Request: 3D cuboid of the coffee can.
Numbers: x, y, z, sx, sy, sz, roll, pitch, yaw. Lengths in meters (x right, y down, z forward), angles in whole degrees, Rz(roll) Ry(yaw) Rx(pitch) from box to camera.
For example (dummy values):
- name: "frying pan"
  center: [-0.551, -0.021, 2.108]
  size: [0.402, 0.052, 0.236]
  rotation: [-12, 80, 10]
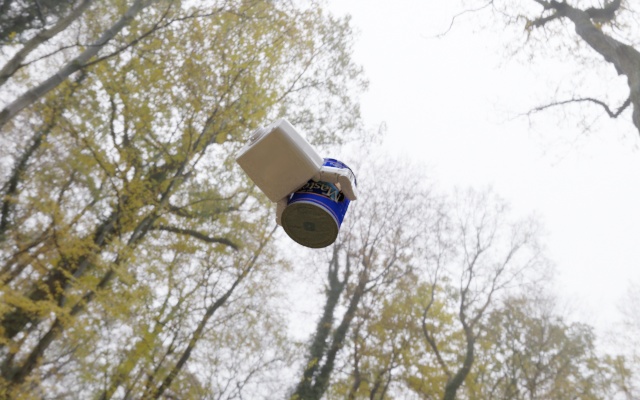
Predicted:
- name: "coffee can"
  center: [0.000, 0.003, 0.861]
  size: [0.103, 0.103, 0.140]
  rotation: [0, 37, 21]
